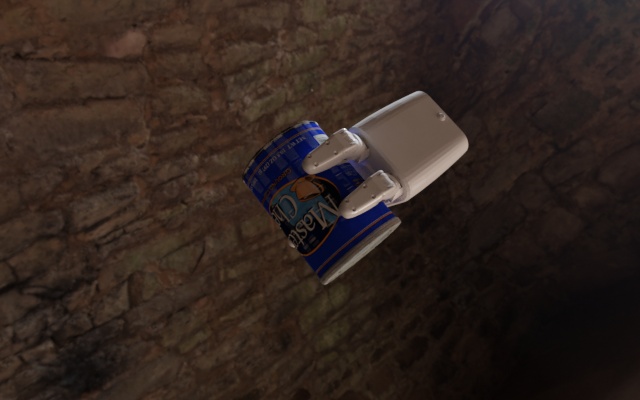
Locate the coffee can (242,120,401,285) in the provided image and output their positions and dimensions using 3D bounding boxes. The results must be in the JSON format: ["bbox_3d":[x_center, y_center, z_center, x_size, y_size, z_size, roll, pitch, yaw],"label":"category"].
[{"bbox_3d":[0.000,0.002,0.502,0.103,0.140,0.103,-37,-11,-9],"label":"coffee can"}]
